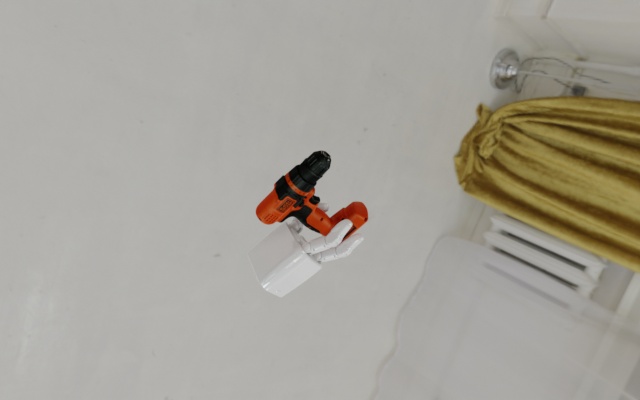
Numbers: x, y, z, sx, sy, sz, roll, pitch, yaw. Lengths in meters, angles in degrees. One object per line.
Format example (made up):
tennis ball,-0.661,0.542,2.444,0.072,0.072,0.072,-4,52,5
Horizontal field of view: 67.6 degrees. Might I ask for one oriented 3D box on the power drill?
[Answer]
power drill,0.000,0.003,0.893,0.188,0.057,0.184,29,-57,-33
